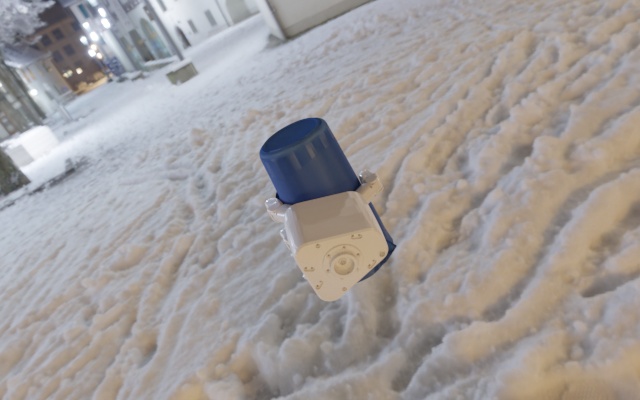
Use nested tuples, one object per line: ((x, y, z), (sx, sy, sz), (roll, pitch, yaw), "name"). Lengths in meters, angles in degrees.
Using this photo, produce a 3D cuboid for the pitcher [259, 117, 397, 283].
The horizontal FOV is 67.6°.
((0.000, 0.002, 0.733), (0.149, 0.243, 0.145), (-27, 26, 3), "pitcher")
